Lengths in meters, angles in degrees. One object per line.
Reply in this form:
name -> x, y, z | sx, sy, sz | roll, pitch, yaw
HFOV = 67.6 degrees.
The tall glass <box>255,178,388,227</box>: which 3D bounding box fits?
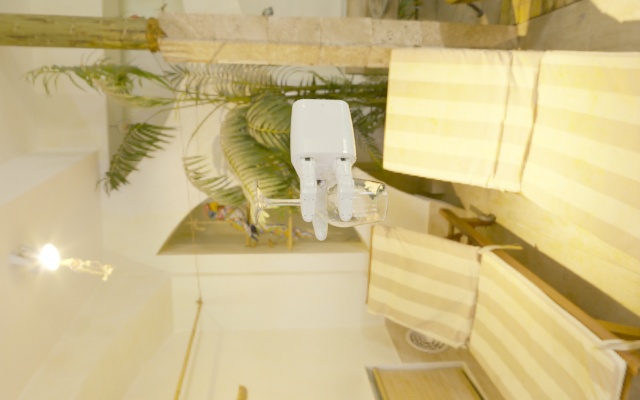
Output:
tall glass -> -0.001, 0.003, 0.738 | 0.201, 0.079, 0.079 | 0, 0, -7
